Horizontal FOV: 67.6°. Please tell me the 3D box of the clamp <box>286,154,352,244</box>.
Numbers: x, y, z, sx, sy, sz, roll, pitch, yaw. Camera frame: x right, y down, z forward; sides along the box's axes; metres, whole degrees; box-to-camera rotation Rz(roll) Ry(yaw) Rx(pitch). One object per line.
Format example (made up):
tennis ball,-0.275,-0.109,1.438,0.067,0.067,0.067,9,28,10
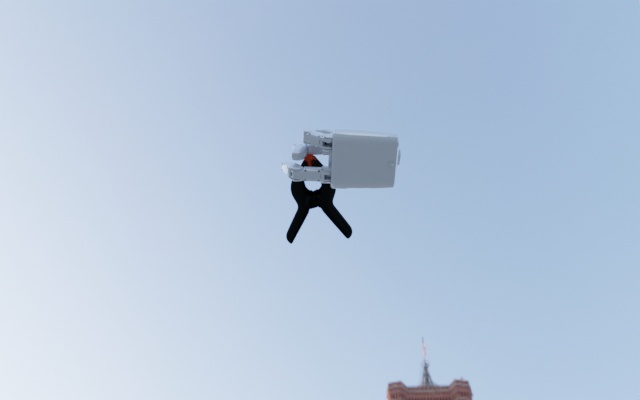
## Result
clamp,0.000,0.002,0.846,0.120,0.171,0.039,0,27,-6
